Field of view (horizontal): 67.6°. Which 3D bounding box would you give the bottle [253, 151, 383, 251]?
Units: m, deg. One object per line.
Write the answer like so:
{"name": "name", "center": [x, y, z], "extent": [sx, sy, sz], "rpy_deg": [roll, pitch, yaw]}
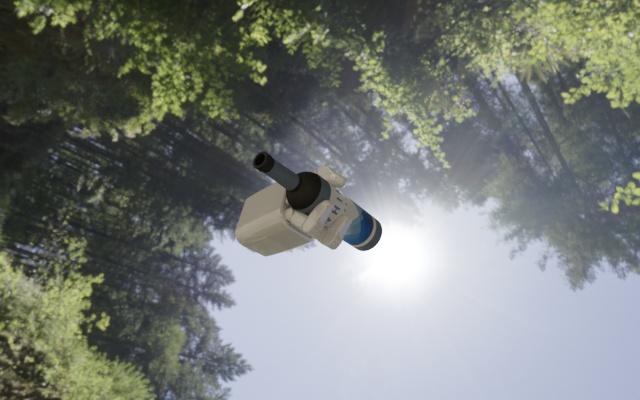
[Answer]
{"name": "bottle", "center": [0.000, 0.003, 0.773], "extent": [0.069, 0.069, 0.296], "rpy_deg": [0, -24, 39]}
